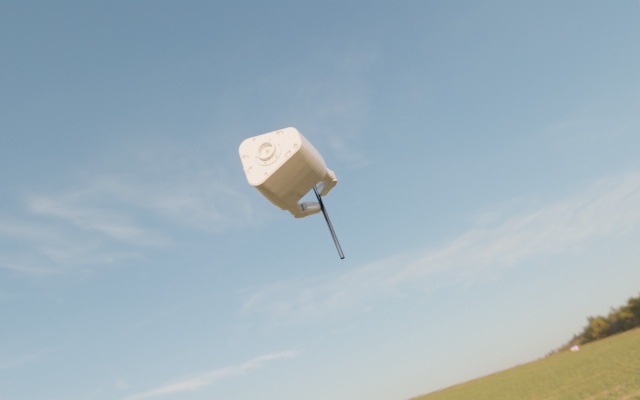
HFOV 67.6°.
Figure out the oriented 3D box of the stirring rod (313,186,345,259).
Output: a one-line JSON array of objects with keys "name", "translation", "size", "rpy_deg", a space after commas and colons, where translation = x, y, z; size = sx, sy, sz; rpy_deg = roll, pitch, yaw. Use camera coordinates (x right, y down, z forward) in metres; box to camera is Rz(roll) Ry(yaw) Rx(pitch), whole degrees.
[{"name": "stirring rod", "translation": [0.000, 0.003, 0.890], "size": [0.011, 0.239, 0.011], "rpy_deg": [-16, -29, -9]}]
